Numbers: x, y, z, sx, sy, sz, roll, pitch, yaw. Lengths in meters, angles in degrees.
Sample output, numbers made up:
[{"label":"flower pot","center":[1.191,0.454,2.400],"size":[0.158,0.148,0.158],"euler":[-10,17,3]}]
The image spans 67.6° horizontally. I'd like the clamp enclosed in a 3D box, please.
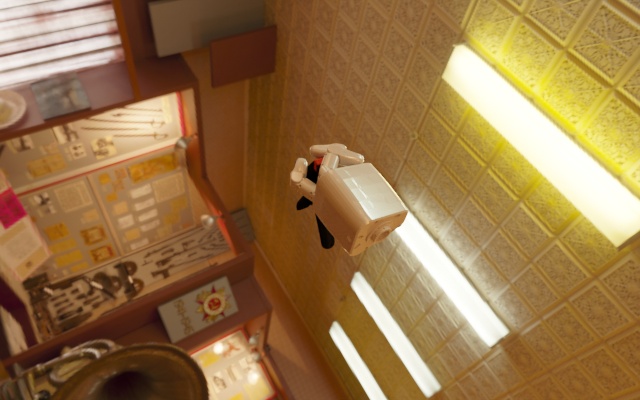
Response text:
[{"label":"clamp","center":[0.001,0.002,0.829],"size":[0.039,0.120,0.172],"euler":[-25,-29,-25]}]
